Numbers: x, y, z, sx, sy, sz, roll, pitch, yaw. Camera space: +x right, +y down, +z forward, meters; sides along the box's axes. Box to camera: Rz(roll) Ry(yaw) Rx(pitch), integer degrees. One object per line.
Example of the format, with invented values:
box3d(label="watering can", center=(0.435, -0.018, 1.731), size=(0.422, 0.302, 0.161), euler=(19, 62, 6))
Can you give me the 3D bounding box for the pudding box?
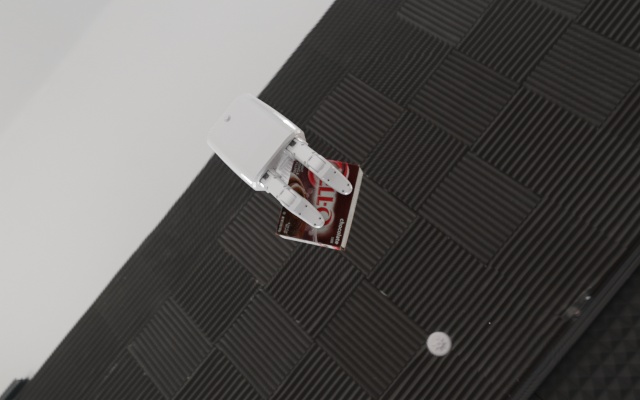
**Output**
box3d(label="pudding box", center=(0.000, 0.002, 0.628), size=(0.090, 0.113, 0.039), euler=(10, -8, 18))
